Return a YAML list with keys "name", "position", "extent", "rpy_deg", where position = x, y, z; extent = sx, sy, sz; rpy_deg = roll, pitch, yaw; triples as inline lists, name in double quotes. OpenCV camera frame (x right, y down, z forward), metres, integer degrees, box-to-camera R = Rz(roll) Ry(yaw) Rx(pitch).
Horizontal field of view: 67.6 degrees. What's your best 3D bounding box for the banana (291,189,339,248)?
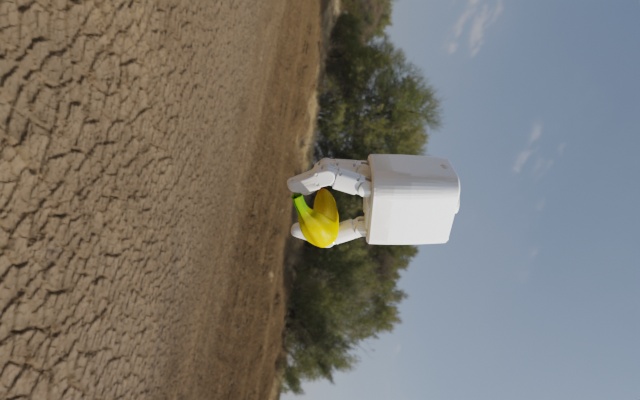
- name: "banana"
  position: [0.002, 0.021, 0.593]
  extent: [0.037, 0.069, 0.198]
  rpy_deg: [-8, 1, 7]
